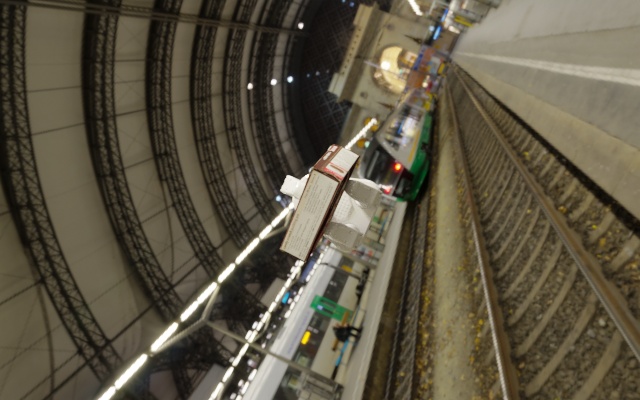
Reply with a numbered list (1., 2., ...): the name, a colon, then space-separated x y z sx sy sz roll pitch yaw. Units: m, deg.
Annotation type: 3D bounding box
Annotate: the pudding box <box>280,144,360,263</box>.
1. pudding box: 0.000 0.002 0.543 0.039 0.113 0.090 24 28 6
